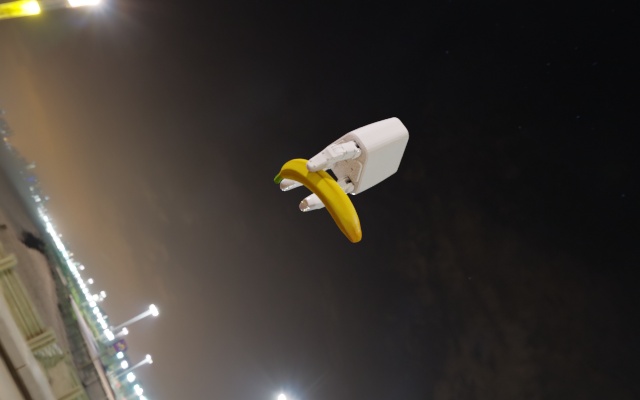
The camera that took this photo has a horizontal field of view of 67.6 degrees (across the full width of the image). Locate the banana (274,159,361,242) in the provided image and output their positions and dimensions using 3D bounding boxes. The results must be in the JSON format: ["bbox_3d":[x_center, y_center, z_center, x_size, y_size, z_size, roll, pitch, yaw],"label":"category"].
[{"bbox_3d":[-0.001,-0.014,0.746,0.037,0.070,0.197,-25,48,-33],"label":"banana"}]
